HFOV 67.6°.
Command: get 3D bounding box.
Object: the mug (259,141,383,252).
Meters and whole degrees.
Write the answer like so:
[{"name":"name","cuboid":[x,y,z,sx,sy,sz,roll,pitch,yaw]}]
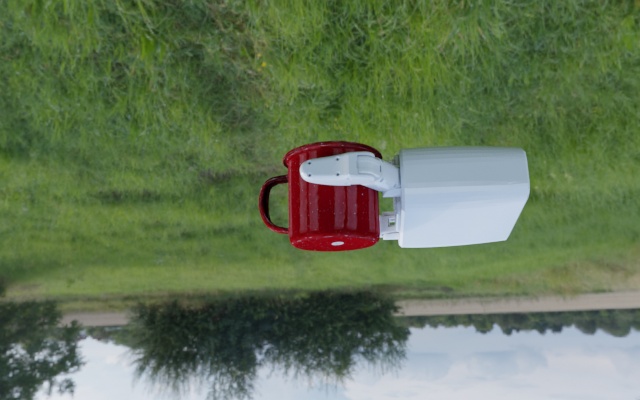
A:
[{"name":"mug","cuboid":[-0.001,0.002,0.437,0.117,0.081,0.093,-3,-15,8]}]
